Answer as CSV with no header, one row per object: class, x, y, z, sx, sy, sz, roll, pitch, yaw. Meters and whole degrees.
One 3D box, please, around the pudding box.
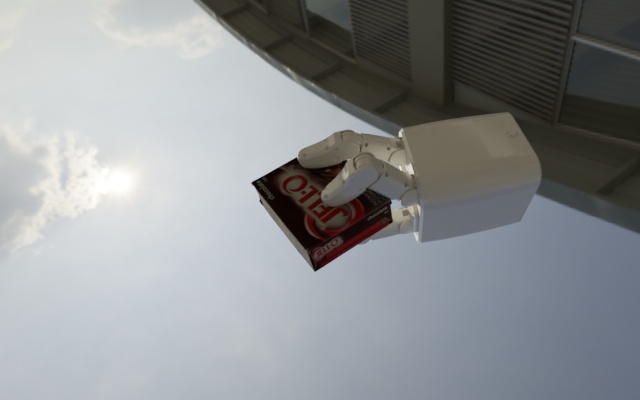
pudding box,0.000,0.002,0.455,0.090,0.039,0.113,-30,46,-16
